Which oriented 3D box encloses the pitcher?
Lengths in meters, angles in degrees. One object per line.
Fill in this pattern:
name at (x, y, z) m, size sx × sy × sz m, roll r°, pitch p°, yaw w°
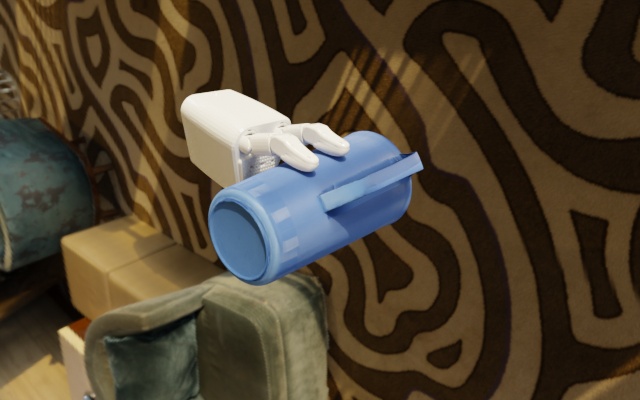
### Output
pitcher at (0.000, 0.002, 0.560) m, size 0.145 × 0.149 × 0.242 m, roll 34°, pitch 37°, yaw 27°
